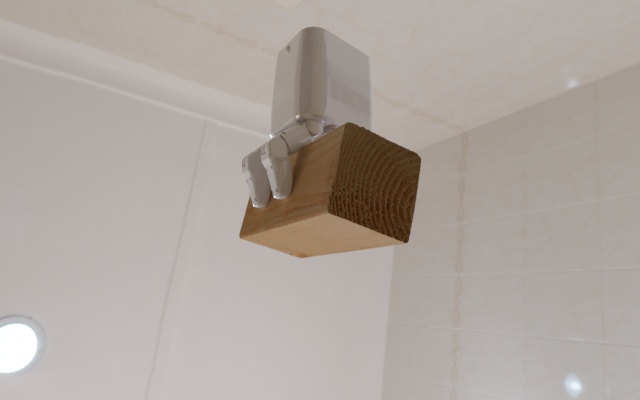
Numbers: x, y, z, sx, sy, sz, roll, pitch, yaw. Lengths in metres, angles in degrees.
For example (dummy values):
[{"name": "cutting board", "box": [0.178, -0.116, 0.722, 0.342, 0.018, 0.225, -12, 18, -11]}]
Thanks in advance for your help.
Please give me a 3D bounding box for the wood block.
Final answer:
[{"name": "wood block", "box": [0.000, 0.001, 0.510, 0.091, 0.090, 0.206, 21, -19, -25]}]
